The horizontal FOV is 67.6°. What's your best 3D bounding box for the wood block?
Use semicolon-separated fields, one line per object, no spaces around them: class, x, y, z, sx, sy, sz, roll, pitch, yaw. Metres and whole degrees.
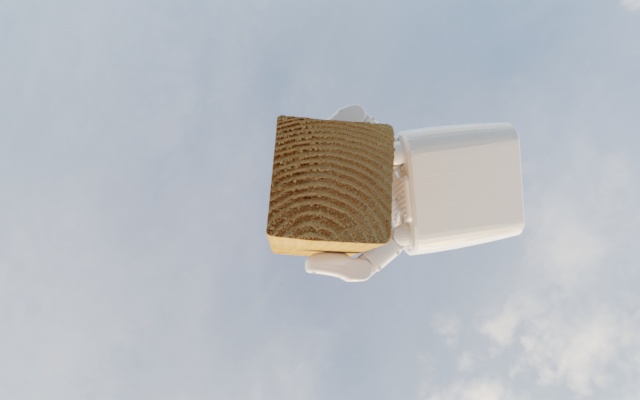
wood block;0.000;0.002;0.441;0.090;0.091;0.206;4;-10;-4
